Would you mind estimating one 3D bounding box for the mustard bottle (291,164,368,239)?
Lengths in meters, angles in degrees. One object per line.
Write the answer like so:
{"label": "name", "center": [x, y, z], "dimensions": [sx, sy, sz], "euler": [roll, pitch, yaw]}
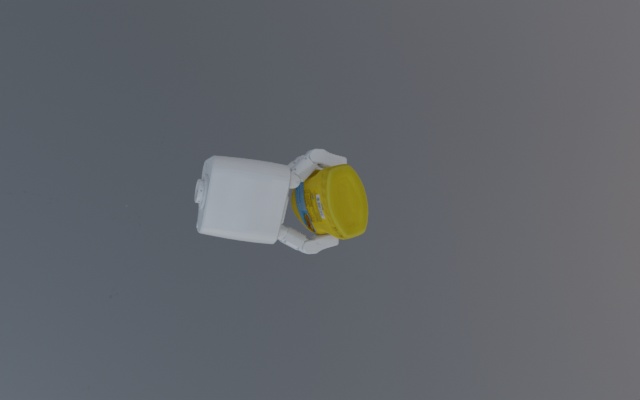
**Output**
{"label": "mustard bottle", "center": [0.001, 0.002, 0.694], "dimensions": [0.058, 0.096, 0.191], "euler": [-17, 6, -21]}
